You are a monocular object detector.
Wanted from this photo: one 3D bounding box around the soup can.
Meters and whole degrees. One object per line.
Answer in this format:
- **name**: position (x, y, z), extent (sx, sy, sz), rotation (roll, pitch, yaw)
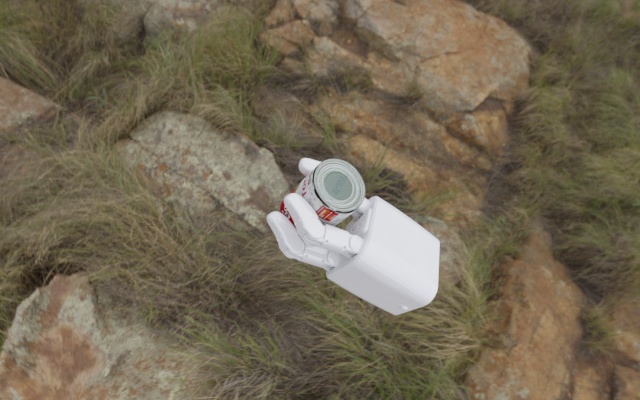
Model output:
- **soup can**: position (0.000, 0.001, 0.569), extent (0.068, 0.068, 0.102), rotation (0, -22, -28)
